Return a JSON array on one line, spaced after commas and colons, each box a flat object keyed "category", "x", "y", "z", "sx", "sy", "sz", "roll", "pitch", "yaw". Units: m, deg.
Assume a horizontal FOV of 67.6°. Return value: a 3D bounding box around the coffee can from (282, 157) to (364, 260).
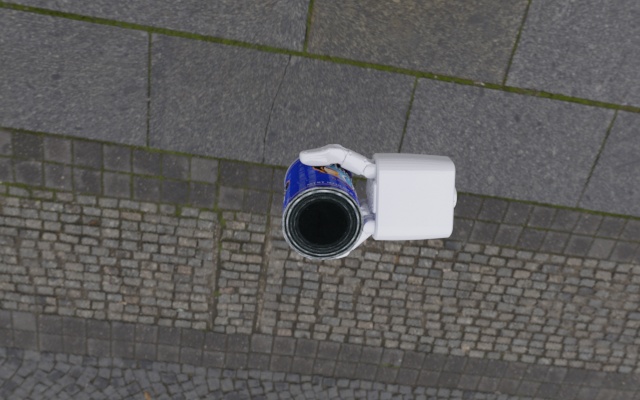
[{"category": "coffee can", "x": 0.000, "y": 0.002, "z": 0.654, "sx": 0.103, "sy": 0.103, "sz": 0.140, "roll": 0, "pitch": 24, "yaw": -3}]
